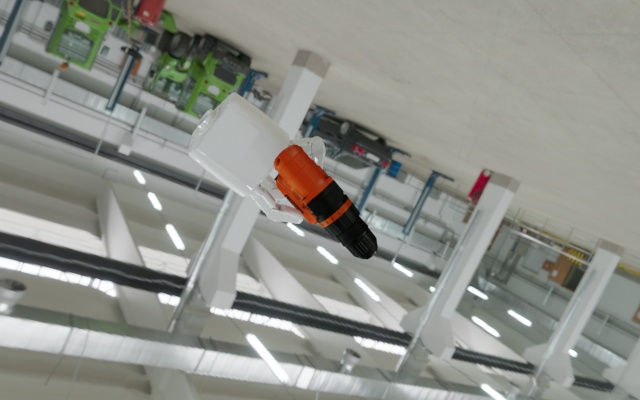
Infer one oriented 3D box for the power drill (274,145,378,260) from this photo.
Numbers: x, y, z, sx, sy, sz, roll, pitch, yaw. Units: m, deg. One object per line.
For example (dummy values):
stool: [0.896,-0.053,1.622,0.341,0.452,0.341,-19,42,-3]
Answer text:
power drill: [0.000,0.002,0.696,0.057,0.184,0.187,-40,7,-8]
